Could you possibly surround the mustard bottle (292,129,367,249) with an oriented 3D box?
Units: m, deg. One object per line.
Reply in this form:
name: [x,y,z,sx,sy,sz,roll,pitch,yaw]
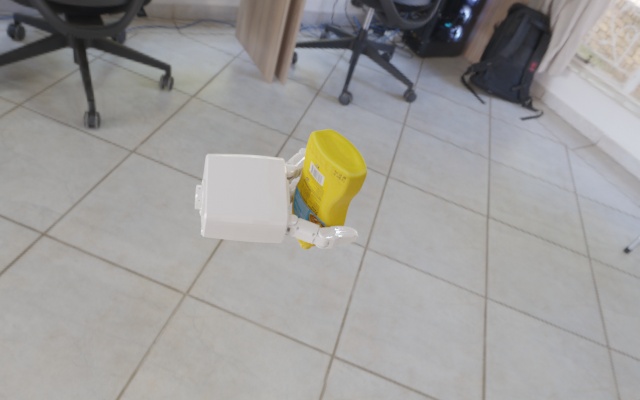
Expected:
mustard bottle: [0.000,0.002,0.670,0.058,0.192,0.096,-16,53,-33]
